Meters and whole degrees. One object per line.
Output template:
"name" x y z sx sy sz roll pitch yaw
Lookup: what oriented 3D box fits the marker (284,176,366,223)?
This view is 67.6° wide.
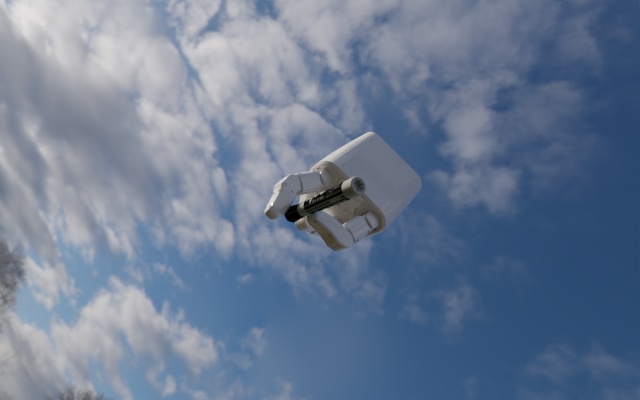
"marker" 0.000 0.002 0.499 0.020 0.020 0.121 0 -16 -39
